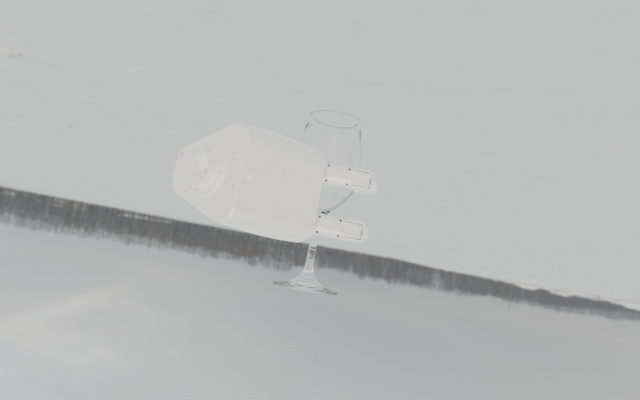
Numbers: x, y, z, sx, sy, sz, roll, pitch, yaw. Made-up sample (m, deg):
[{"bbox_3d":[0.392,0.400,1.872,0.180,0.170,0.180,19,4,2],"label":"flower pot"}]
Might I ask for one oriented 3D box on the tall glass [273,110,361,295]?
[{"bbox_3d":[0.000,0.002,0.548,0.079,0.201,0.079,10,-6,1],"label":"tall glass"}]
